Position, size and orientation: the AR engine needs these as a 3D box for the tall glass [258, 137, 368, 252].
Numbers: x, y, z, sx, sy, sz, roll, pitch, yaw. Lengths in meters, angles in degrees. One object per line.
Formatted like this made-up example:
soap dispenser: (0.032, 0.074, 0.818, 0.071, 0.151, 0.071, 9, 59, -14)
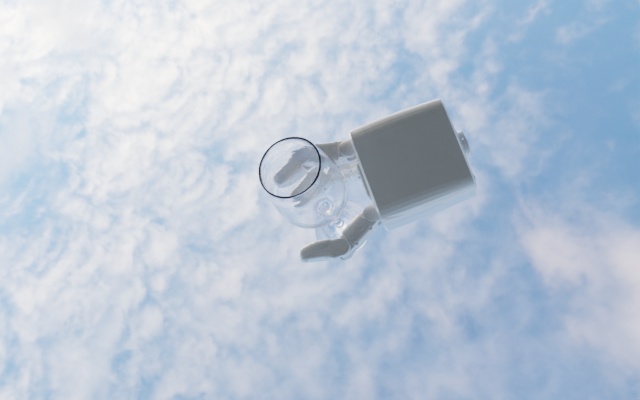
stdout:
tall glass: (0.000, 0.002, 0.525, 0.079, 0.079, 0.201, 0, -19, 18)
